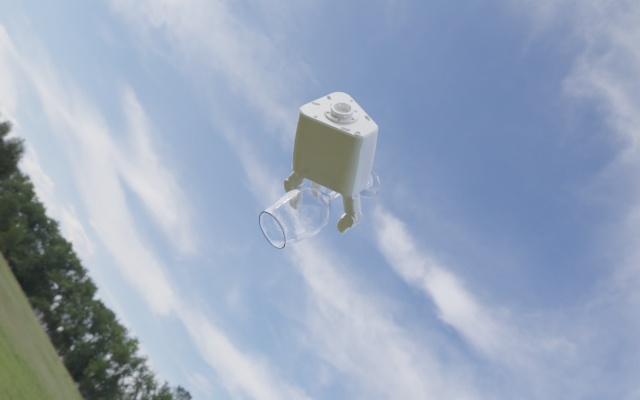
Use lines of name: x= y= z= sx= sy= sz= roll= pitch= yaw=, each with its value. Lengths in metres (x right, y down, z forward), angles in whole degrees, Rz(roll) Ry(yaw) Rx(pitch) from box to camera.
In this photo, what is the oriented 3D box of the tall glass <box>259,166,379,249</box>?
tall glass: x=0.001 y=0.002 z=0.754 sx=0.201 sy=0.079 sz=0.079 roll=-30 pitch=18 yaw=-33
